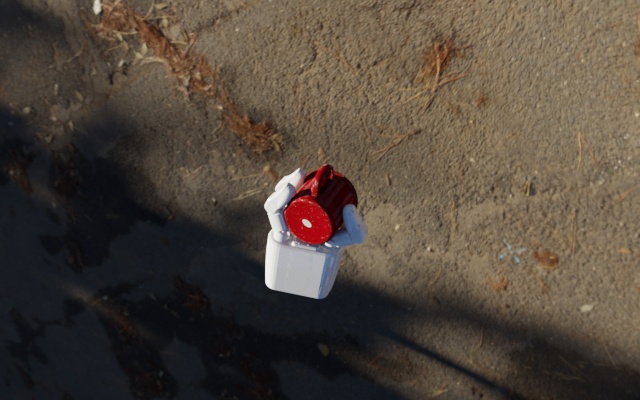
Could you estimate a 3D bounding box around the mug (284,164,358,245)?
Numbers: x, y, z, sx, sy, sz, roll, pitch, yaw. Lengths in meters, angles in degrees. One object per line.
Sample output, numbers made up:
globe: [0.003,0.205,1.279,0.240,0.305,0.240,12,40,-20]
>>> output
mug: [0.000,0.001,0.702,0.093,0.117,0.081,21,39,15]
